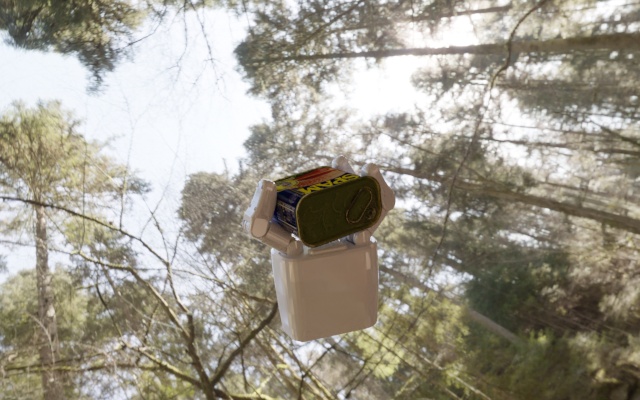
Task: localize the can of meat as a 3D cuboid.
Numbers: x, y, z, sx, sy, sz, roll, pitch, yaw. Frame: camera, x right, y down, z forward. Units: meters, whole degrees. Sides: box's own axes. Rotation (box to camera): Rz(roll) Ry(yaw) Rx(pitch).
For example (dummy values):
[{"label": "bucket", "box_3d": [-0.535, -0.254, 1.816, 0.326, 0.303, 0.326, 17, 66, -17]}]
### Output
[{"label": "can of meat", "box_3d": [0.000, 0.002, 0.514, 0.102, 0.057, 0.084, -18, 22, -27]}]
